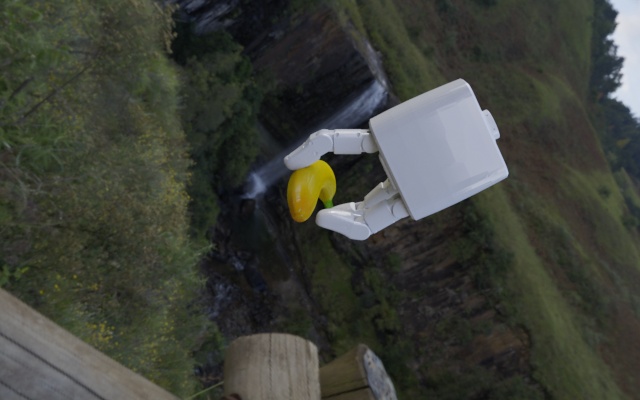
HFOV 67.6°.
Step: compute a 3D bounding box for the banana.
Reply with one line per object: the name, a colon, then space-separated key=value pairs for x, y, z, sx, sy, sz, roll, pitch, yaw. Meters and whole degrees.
banana: x=-0.006 y=-0.016 z=0.560 sx=0.037 sy=0.069 sz=0.198 roll=-21 pitch=-3 yaw=12
